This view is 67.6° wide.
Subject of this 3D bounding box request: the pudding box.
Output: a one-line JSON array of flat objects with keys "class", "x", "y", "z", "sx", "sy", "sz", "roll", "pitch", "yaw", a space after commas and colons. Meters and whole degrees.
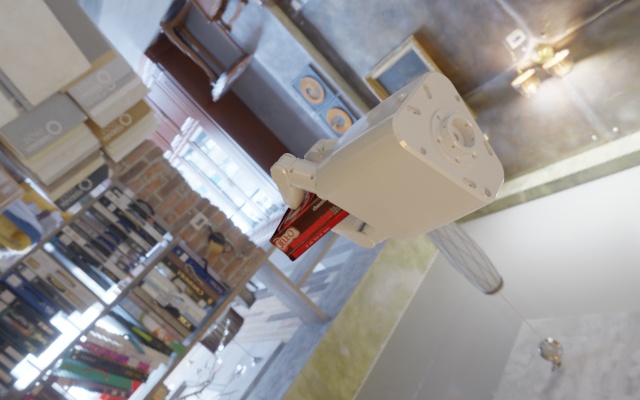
[{"class": "pudding box", "x": 0.000, "y": 0.002, "z": 0.503, "sx": 0.090, "sy": 0.039, "sz": 0.113, "roll": -41, "pitch": 10, "yaw": 26}]
